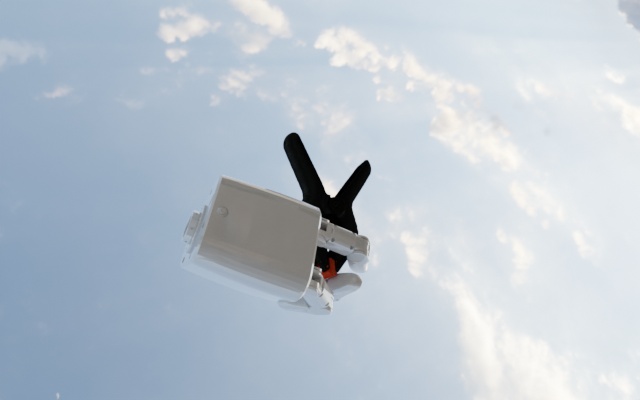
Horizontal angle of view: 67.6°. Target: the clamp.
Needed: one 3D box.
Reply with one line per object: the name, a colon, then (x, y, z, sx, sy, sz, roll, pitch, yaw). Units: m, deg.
clamp: (0.000, 0.002, 0.544, 0.120, 0.171, 0.039, 22, -35, -18)
